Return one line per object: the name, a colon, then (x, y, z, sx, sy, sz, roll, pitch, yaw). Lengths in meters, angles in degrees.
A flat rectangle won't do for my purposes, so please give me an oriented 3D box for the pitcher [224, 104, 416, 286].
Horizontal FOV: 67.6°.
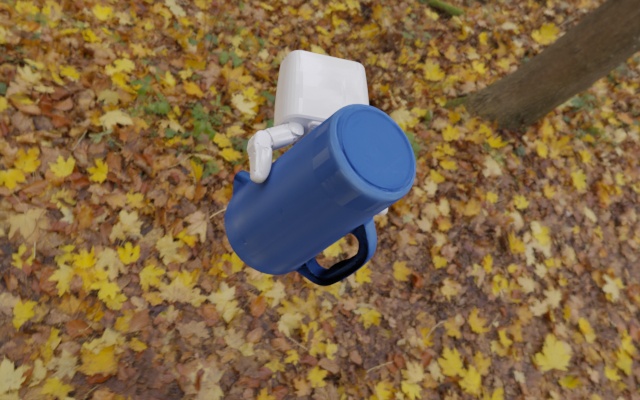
pitcher: (0.000, 0.002, 0.556, 0.149, 0.145, 0.243, 16, -30, -28)
